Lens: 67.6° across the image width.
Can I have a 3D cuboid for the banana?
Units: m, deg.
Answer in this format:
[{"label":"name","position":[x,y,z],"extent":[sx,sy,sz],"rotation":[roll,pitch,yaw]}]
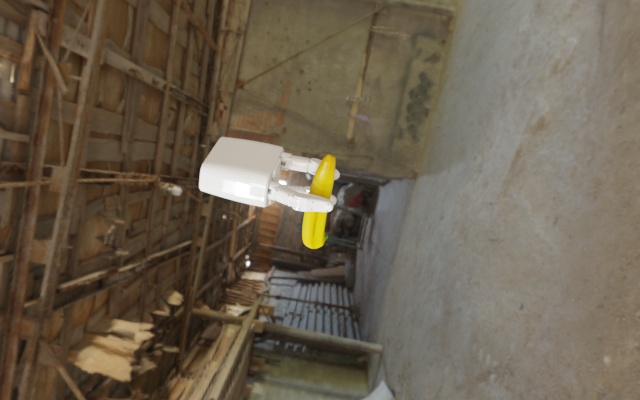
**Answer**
[{"label":"banana","position":[-0.005,0.018,0.763],"extent":[0.037,0.198,0.069],"rotation":[14,46,6]}]
